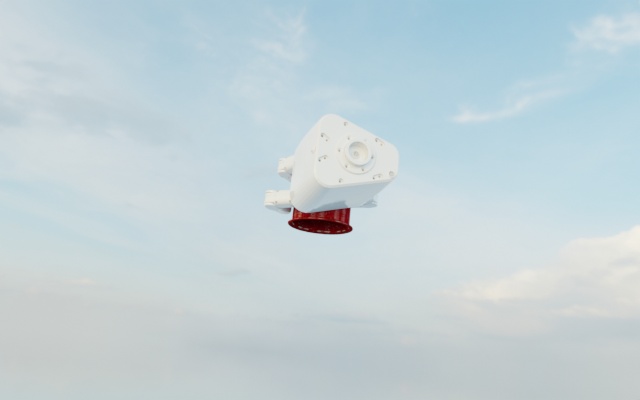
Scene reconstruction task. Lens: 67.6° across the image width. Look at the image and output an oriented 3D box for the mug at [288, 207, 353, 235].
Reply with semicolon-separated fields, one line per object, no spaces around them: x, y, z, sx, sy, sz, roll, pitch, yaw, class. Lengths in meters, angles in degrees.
0.000;0.002;0.699;0.093;0.081;0.117;10;-17;-14;mug
